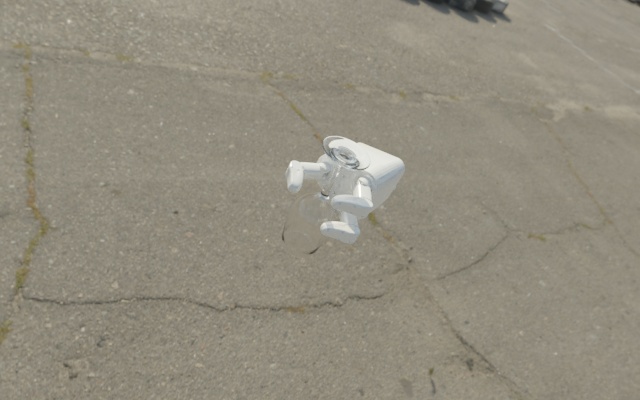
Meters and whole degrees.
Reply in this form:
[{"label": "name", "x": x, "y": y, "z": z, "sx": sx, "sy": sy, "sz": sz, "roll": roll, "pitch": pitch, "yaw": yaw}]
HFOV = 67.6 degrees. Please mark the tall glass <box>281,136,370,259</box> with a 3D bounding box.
[{"label": "tall glass", "x": 0.000, "y": 0.002, "z": 0.732, "sx": 0.079, "sy": 0.201, "sz": 0.079, "roll": 17, "pitch": 38, "yaw": -14}]
